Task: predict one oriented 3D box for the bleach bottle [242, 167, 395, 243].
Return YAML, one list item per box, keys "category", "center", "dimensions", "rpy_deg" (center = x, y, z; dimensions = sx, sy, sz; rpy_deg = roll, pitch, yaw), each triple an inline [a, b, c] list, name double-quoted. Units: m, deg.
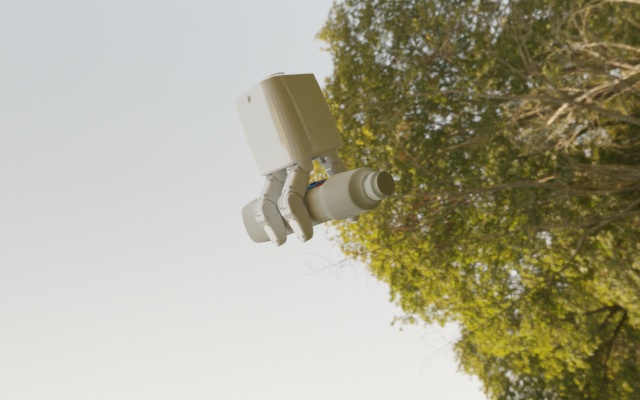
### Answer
- category: "bleach bottle"
  center: [0.000, 0.002, 0.617]
  dimensions: [0.102, 0.068, 0.251]
  rpy_deg: [-23, 4, -40]
